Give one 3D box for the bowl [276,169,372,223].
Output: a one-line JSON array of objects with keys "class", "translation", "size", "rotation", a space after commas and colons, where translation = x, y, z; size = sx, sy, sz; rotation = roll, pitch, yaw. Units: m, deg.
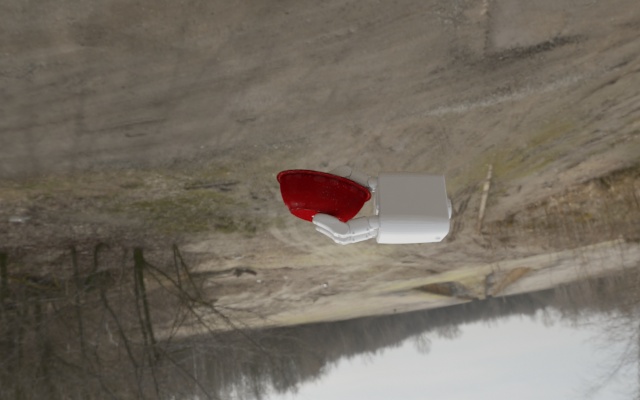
[{"class": "bowl", "translation": [-0.001, 0.003, 0.787], "size": [0.162, 0.055, 0.162], "rotation": [12, -14, 3]}]
